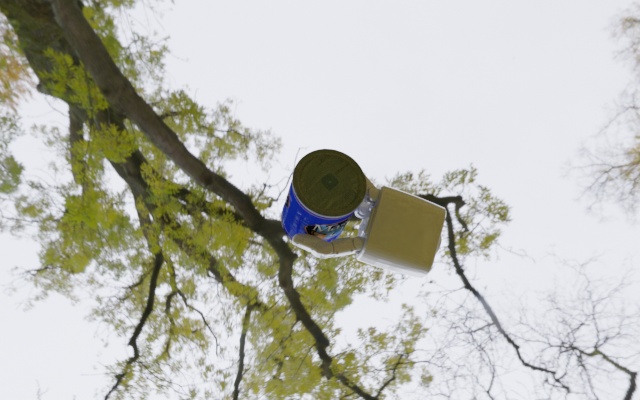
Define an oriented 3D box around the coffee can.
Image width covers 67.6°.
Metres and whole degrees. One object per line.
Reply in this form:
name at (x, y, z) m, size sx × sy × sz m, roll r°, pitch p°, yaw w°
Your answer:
coffee can at (0.000, 0.002, 0.706) m, size 0.103 × 0.102 × 0.140 m, roll 0°, pitch -24°, yaw -12°
